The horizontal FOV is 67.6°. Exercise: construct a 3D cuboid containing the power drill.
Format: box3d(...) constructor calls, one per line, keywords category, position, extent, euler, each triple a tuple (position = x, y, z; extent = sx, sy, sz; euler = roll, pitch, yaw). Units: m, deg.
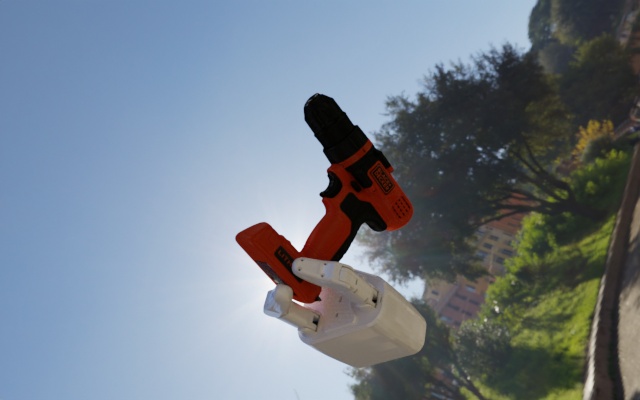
box3d(category="power drill", position=(0.000, 0.002, 0.518), extent=(0.187, 0.184, 0.057), euler=(-45, 16, -21))
